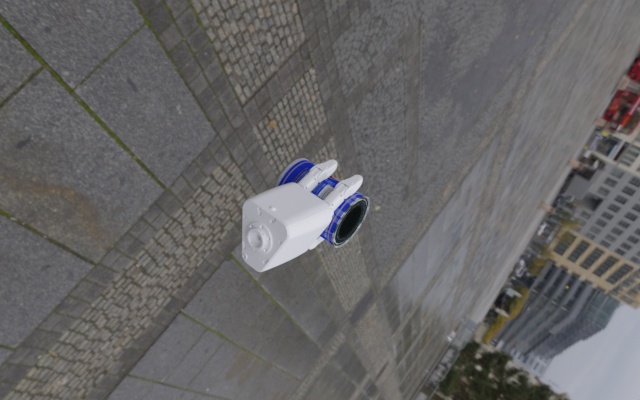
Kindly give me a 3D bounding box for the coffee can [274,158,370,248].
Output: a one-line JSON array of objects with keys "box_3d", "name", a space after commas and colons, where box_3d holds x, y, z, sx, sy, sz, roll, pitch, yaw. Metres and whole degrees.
[{"box_3d": [0.000, 0.003, 0.839, 0.140, 0.103, 0.103, 33, 15, 24], "name": "coffee can"}]
